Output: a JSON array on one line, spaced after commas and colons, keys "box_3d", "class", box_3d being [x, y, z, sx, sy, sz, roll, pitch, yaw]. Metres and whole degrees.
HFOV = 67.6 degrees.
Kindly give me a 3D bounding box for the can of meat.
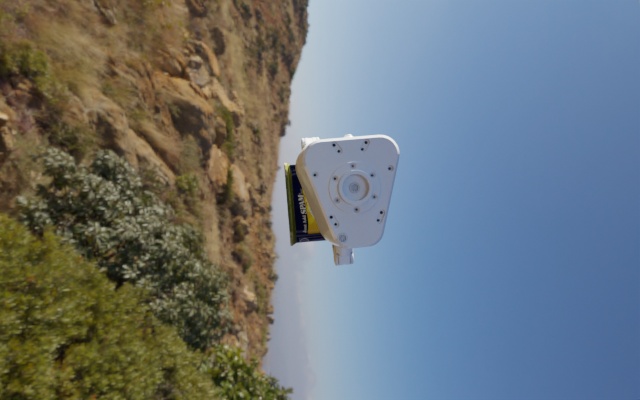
[{"box_3d": [0.000, 0.002, 0.594, 0.084, 0.102, 0.057, -5, -3, -4], "class": "can of meat"}]
